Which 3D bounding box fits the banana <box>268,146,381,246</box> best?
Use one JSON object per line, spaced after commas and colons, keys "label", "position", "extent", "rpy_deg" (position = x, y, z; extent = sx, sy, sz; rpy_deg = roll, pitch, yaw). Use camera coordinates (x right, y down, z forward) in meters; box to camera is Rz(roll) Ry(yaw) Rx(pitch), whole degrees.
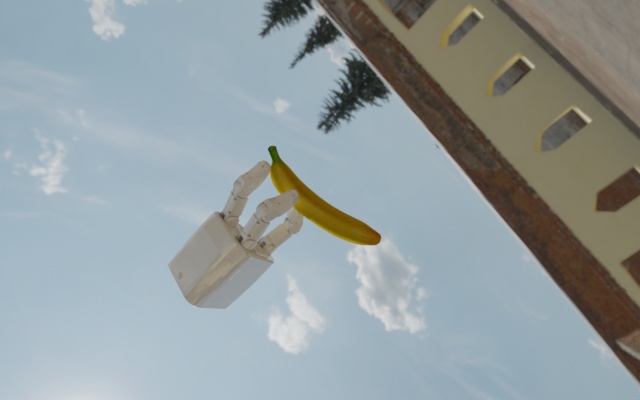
{"label": "banana", "position": [-0.004, 0.007, 0.658], "extent": [0.198, 0.037, 0.070], "rpy_deg": [39, -20, 10]}
